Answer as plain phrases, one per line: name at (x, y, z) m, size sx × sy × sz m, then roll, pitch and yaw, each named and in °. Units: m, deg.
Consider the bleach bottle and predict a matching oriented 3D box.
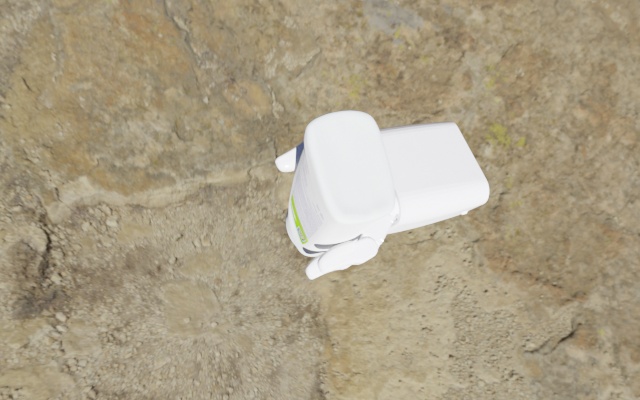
bleach bottle at (0.000, 0.002, 0.510) m, size 0.068 × 0.102 × 0.251 m, roll -11°, pitch -11°, yaw -15°
